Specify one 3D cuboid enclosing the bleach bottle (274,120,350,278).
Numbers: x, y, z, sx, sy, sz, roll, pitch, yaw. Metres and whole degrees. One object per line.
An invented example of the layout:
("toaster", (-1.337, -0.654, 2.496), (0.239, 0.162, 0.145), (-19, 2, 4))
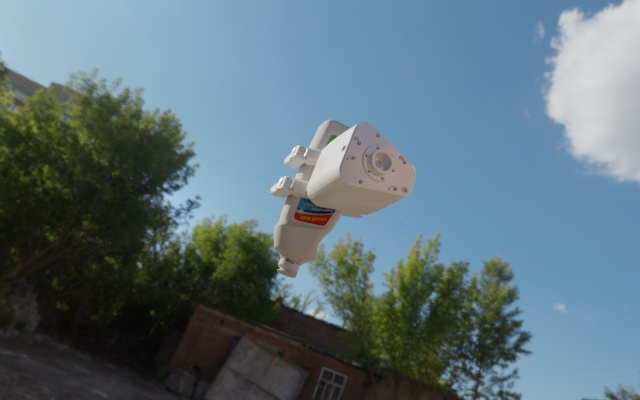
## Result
("bleach bottle", (0.000, 0.002, 0.741), (0.102, 0.250, 0.068), (27, -22, -14))
